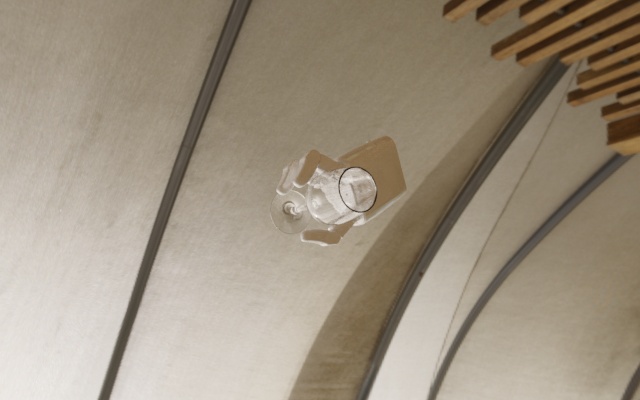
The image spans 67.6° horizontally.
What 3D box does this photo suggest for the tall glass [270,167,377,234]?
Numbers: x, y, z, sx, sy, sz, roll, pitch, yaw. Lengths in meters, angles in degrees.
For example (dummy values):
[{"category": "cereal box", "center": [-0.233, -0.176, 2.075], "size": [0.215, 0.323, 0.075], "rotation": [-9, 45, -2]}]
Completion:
[{"category": "tall glass", "center": [0.000, 0.003, 0.706], "size": [0.079, 0.079, 0.201], "rotation": [0, -9, -30]}]
